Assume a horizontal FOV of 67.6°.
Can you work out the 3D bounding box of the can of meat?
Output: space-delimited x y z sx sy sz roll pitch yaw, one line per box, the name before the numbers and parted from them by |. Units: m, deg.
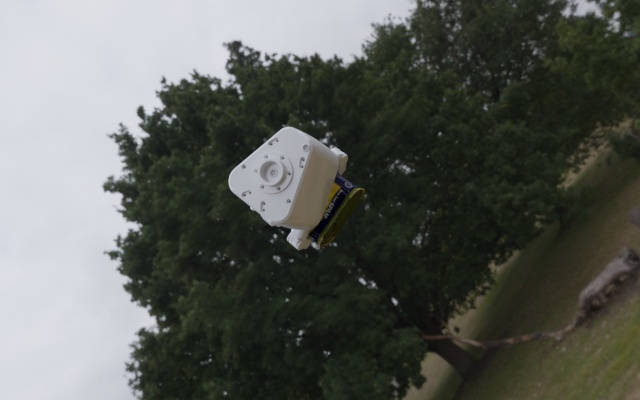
can of meat | 0.000 0.002 0.692 0.084 0.102 0.057 37 10 17
